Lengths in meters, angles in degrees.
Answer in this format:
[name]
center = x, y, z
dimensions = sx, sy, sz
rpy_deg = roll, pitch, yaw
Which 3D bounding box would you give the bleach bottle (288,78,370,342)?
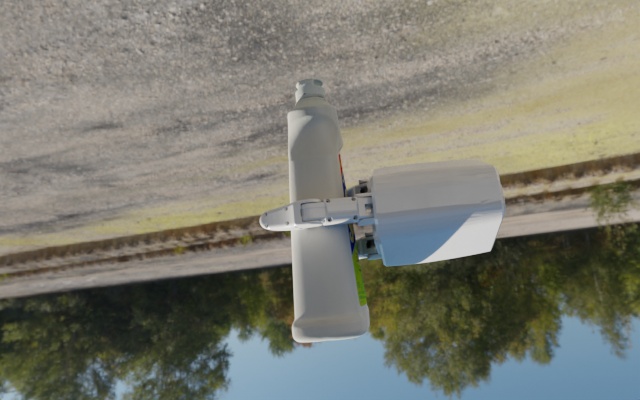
[bleach bottle]
center = 0.000, 0.002, 0.465
dimensions = 0.068, 0.250, 0.102
rpy_deg = -7, -9, 8
